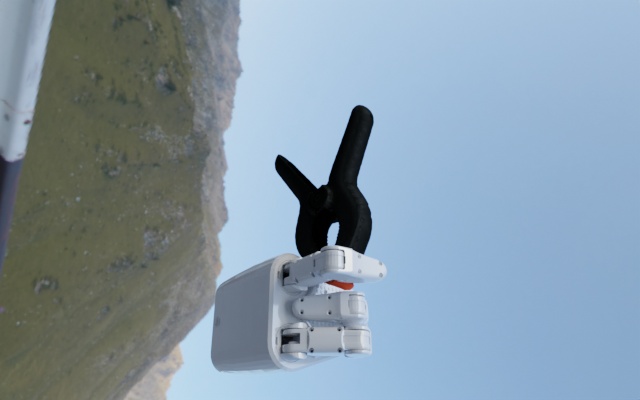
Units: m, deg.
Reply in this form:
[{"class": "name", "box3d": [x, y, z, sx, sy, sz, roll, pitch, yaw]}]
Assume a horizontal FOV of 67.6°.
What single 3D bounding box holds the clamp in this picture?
[{"class": "clamp", "box3d": [0.001, 0.002, 0.449, 0.039, 0.171, 0.120, 25, -34, -37]}]
